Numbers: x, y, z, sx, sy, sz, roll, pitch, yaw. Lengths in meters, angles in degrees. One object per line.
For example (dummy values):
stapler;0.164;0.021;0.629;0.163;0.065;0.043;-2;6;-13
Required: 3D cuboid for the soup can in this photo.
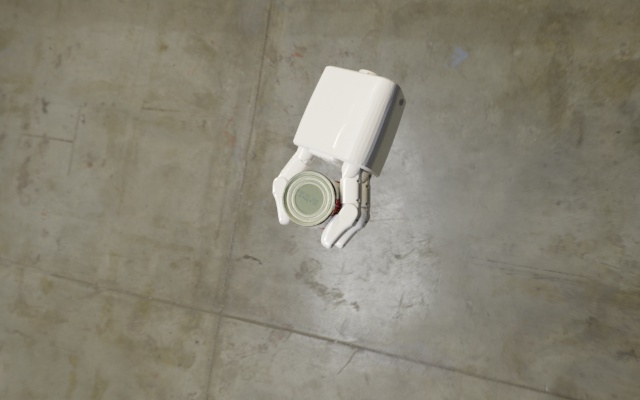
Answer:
soup can;0.000;0.002;0.597;0.068;0.068;0.102;0;-5;16
